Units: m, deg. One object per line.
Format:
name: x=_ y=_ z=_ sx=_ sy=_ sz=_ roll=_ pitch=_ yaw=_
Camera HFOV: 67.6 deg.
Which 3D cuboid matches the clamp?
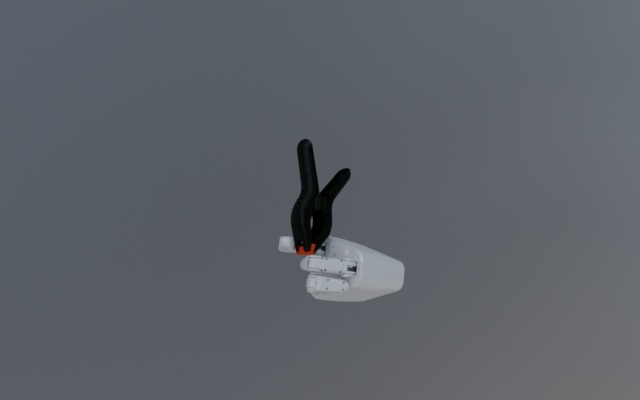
clamp: x=0.000 y=0.003 z=0.735 sx=0.120 sy=0.171 sz=0.039 roll=17 pitch=-13 yaw=-42
